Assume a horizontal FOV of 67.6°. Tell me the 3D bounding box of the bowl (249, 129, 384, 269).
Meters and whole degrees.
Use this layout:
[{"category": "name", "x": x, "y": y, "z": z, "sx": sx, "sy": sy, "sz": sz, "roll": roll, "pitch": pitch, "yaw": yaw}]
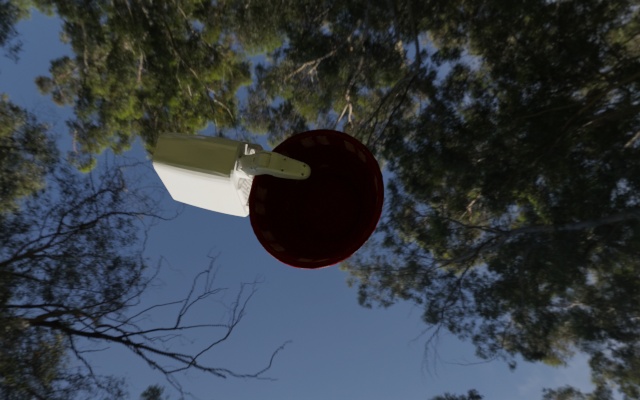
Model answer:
[{"category": "bowl", "x": 0.001, "y": 0.002, "z": 0.555, "sx": 0.162, "sy": 0.162, "sz": 0.055, "roll": 0, "pitch": -14, "yaw": 20}]
